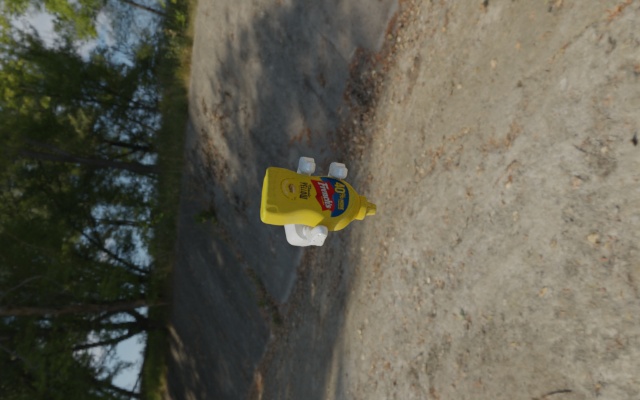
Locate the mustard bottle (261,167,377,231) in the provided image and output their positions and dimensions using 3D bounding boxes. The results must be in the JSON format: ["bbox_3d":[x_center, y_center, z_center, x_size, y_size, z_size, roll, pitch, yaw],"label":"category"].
[{"bbox_3d":[0.000,0.002,0.794,0.191,0.096,0.058,8,-37,-12],"label":"mustard bottle"}]
